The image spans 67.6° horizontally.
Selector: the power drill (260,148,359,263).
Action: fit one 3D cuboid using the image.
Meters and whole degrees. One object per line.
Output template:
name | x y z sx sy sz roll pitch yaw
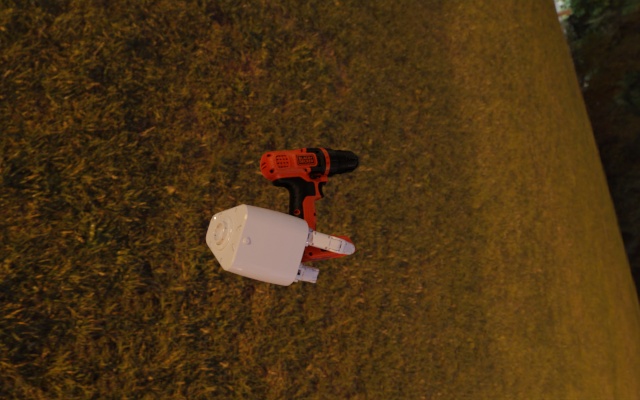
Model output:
power drill | 0.000 0.003 0.791 0.184 0.187 0.057 -6 -13 -30
